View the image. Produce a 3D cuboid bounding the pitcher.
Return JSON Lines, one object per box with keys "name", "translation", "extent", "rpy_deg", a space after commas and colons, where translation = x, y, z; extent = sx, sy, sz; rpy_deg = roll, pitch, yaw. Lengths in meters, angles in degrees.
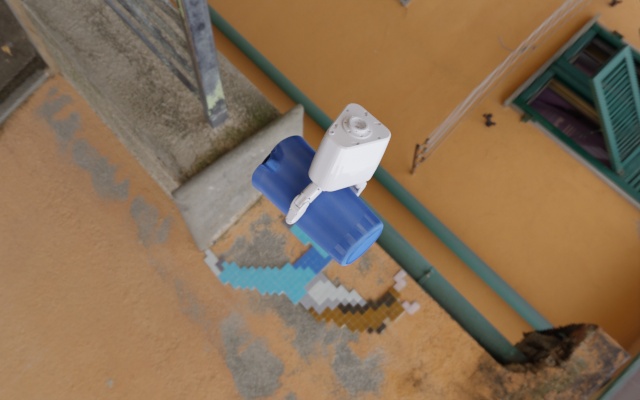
{"name": "pitcher", "translation": [0.000, 0.003, 0.898], "extent": [0.149, 0.242, 0.145], "rpy_deg": [-33, -21, -36]}
